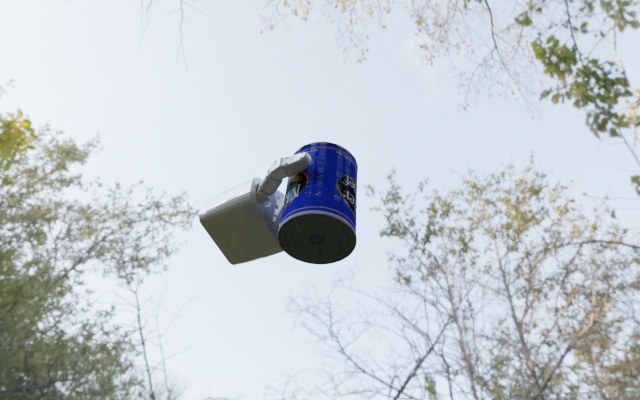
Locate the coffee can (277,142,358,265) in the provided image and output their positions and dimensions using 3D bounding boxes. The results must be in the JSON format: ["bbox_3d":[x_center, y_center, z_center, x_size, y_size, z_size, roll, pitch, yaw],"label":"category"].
[{"bbox_3d":[0.000,0.002,0.661,0.103,0.140,0.103,3,-44,3],"label":"coffee can"}]
